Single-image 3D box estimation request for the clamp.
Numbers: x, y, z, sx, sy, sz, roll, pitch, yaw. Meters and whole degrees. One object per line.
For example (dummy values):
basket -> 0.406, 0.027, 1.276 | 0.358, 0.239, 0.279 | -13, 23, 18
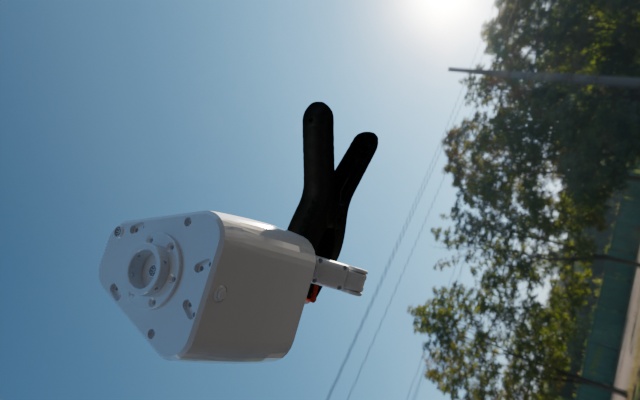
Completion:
clamp -> 0.000, 0.001, 0.414 | 0.039, 0.171, 0.120 | 12, -8, 34
